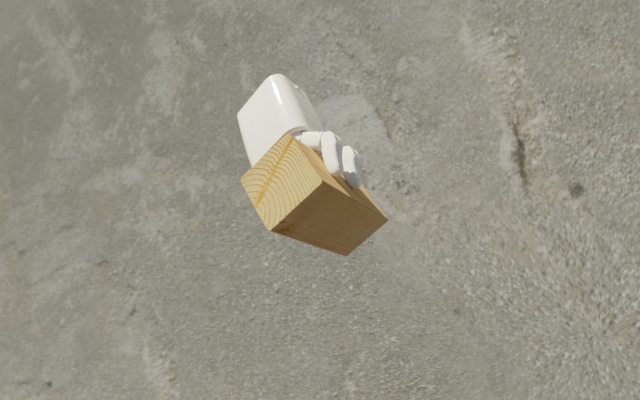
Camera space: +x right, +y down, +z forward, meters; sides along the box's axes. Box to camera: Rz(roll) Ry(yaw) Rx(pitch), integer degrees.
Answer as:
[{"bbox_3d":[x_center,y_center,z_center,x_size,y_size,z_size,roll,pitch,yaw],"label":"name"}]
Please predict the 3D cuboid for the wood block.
[{"bbox_3d":[0.000,0.002,0.657,0.091,0.090,0.206,-42,-30,14],"label":"wood block"}]
